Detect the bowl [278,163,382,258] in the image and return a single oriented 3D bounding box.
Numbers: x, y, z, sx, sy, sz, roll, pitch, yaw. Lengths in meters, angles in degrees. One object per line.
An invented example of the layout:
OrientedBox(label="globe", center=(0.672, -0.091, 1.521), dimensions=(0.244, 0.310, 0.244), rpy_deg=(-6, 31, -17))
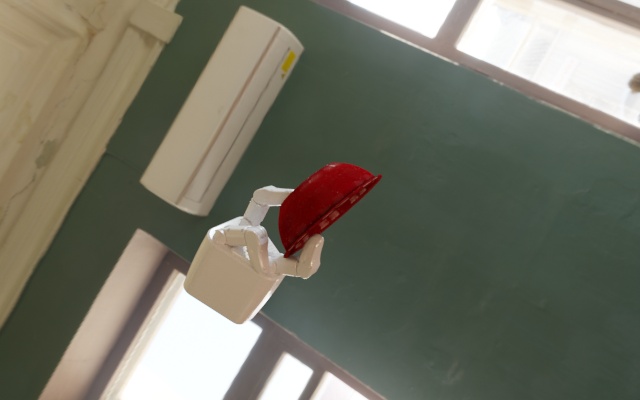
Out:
OrientedBox(label="bowl", center=(0.001, 0.001, 0.607), dimensions=(0.162, 0.055, 0.162), rpy_deg=(-39, -6, -5))
